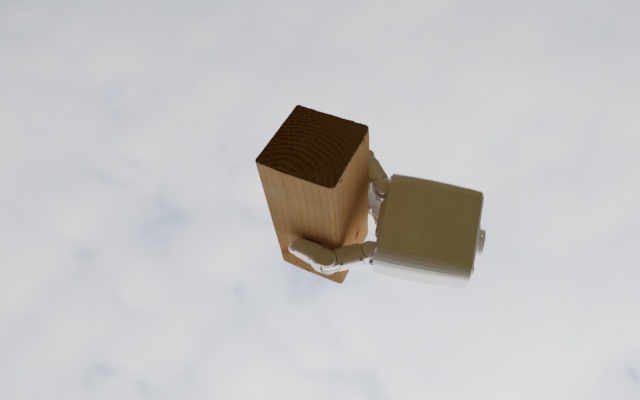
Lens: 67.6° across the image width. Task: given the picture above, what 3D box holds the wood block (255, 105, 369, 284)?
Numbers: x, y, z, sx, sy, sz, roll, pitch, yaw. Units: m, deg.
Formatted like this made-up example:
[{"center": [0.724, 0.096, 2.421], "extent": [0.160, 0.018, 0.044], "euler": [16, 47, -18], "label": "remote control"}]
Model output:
[{"center": [0.000, 0.002, 0.563], "extent": [0.090, 0.090, 0.206], "euler": [20, -31, 19], "label": "wood block"}]
